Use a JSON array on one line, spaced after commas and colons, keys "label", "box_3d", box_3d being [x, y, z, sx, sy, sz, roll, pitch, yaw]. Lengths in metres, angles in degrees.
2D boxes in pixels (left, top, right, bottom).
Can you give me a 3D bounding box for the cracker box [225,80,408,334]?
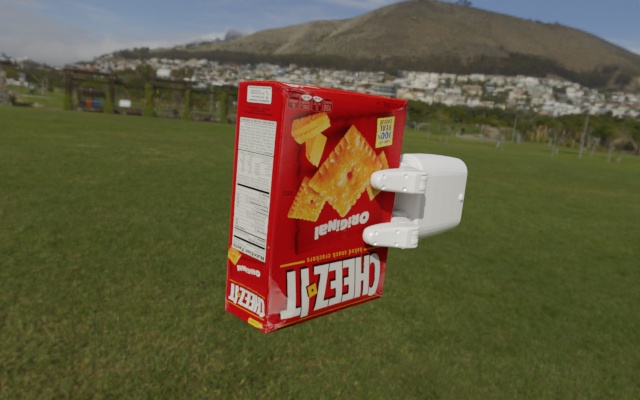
[{"label": "cracker box", "box_3d": [0.000, 0.001, 0.462, 0.164, 0.214, 0.072, -5, 14, -44]}]
